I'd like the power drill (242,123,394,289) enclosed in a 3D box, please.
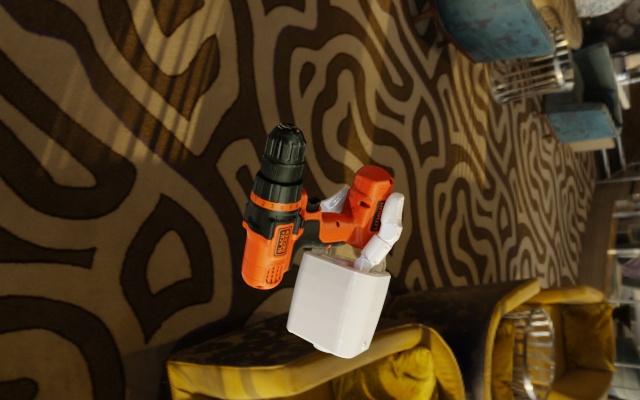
[{"bbox_3d":[0.000,0.002,0.546,0.187,0.184,0.057,-7,31,-41],"label":"power drill"}]
